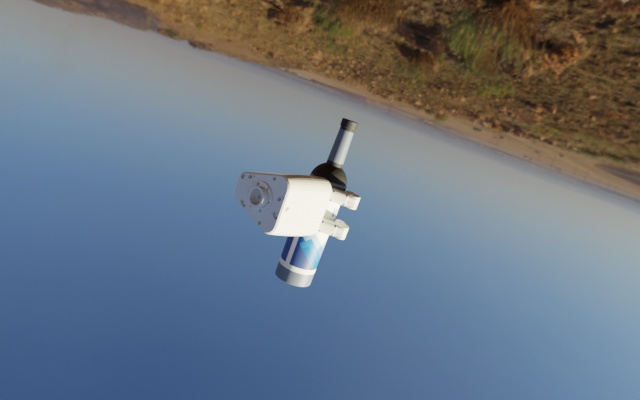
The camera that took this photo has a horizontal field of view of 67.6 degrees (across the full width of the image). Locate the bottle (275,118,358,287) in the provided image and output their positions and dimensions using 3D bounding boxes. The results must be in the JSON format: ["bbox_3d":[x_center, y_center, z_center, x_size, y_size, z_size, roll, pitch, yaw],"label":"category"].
[{"bbox_3d":[0.000,0.003,0.821,0.069,0.296,0.069,19,11,-4],"label":"bottle"}]
